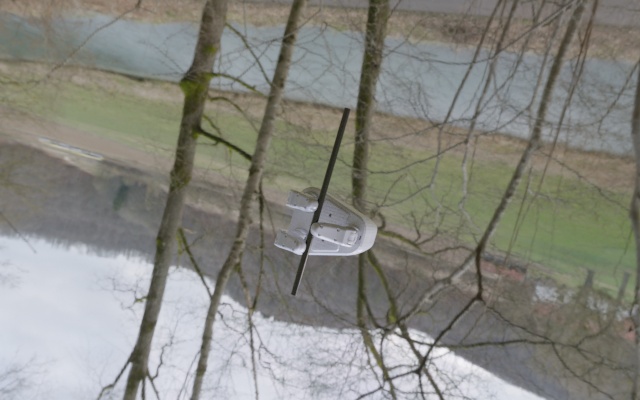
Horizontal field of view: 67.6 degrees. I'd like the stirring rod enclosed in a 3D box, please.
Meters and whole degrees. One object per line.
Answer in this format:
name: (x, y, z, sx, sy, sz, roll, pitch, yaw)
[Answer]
stirring rod: (0.000, 0.002, 0.593, 0.011, 0.239, 0.011, 16, 1, 0)
